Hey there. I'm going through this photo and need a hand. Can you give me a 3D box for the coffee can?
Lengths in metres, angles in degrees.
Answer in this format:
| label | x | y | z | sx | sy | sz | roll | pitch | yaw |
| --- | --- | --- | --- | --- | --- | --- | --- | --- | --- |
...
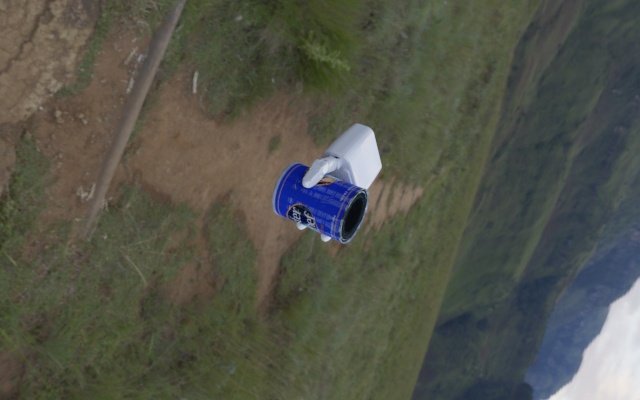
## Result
| label | x | y | z | sx | sy | sz | roll | pitch | yaw |
| --- | --- | --- | --- | --- | --- | --- | --- | --- | --- |
| coffee can | 0.000 | 0.003 | 0.844 | 0.140 | 0.103 | 0.103 | 23 | 9 | 23 |
